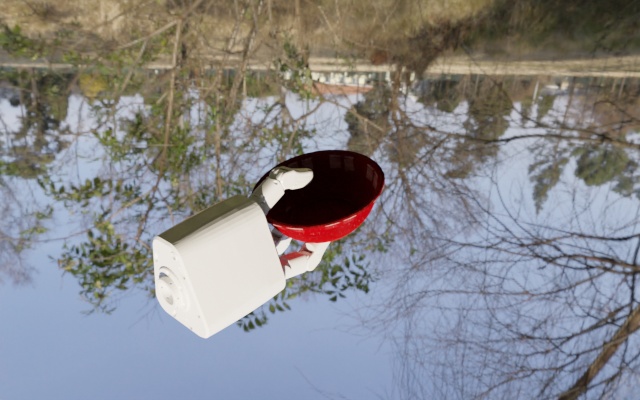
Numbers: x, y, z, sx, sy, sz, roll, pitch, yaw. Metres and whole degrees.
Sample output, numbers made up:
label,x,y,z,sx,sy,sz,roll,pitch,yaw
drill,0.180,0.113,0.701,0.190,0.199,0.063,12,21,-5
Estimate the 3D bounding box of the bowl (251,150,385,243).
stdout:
label,x,y,z,sx,sy,sz,roll,pitch,yaw
bowl,0.001,0.002,0.585,0.162,0.055,0.162,-8,36,6
